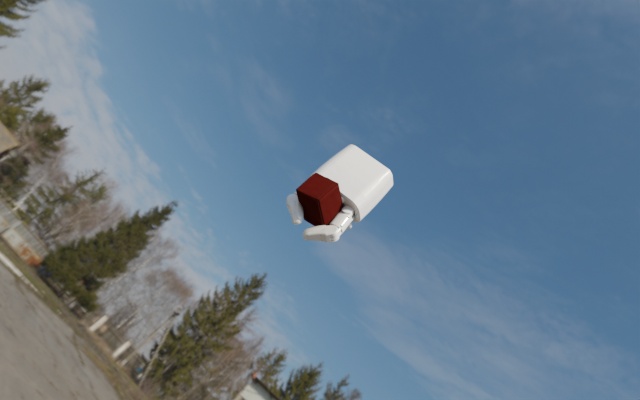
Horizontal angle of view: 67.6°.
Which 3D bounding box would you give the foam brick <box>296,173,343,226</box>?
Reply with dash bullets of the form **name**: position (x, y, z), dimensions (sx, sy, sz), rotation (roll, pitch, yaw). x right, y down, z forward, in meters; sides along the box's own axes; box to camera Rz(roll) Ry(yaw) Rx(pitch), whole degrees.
- **foam brick**: position (0.000, 0.003, 0.803), dimensions (0.053, 0.078, 0.051), rotation (29, 58, 34)
